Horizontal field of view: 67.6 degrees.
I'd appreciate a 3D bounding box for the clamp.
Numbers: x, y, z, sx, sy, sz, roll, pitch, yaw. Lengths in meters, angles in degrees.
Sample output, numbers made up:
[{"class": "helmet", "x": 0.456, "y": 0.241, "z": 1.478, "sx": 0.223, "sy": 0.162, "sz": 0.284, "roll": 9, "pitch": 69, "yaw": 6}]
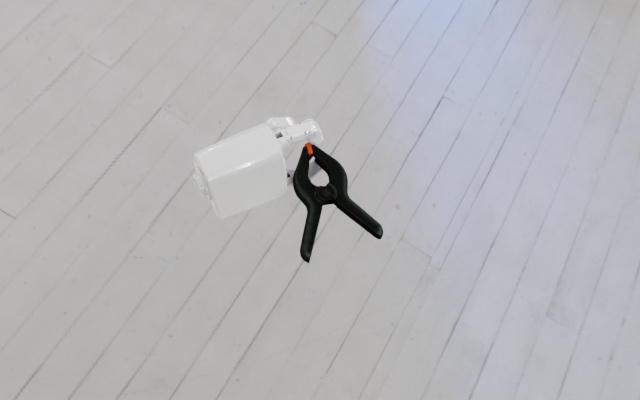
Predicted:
[{"class": "clamp", "x": 0.000, "y": 0.002, "z": 0.678, "sx": 0.120, "sy": 0.171, "sz": 0.039, "roll": -24, "pitch": -16, "yaw": -17}]
